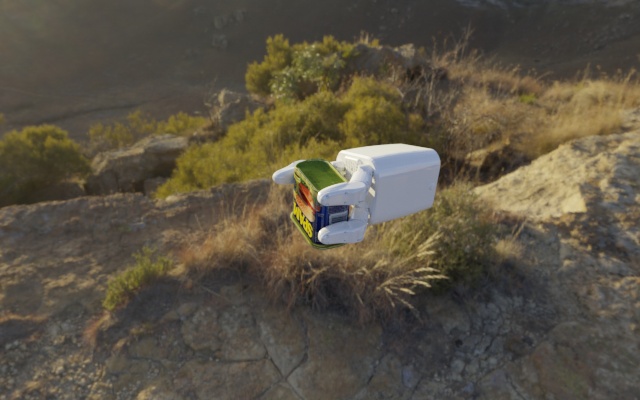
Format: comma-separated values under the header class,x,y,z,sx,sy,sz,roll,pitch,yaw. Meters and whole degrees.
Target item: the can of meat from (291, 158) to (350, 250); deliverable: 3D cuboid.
class,x,y,z,sx,sy,sz,roll,pitch,yaw
can of meat,0.000,0.002,0.636,0.057,0.084,0.102,-10,33,-21
